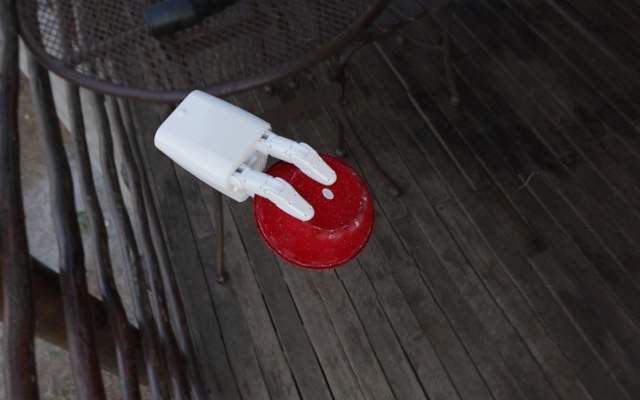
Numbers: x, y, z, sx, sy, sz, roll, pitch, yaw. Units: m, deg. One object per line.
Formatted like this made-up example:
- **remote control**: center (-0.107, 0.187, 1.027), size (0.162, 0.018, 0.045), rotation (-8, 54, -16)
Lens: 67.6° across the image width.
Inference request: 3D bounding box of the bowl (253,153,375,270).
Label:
- **bowl**: center (0.001, 0.002, 0.592), size (0.162, 0.162, 0.055), rotation (0, -20, -15)
